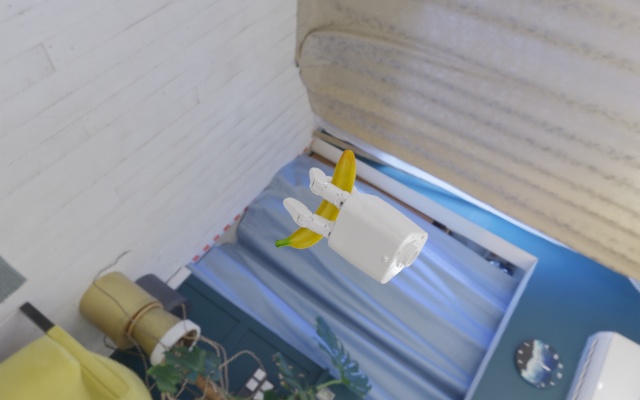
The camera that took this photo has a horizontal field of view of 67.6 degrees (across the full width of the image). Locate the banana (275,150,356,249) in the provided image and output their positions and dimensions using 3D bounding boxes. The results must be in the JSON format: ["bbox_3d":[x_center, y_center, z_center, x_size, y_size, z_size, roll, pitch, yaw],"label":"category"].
[{"bbox_3d":[0.008,0.010,0.780,0.037,0.198,0.070,42,11,36],"label":"banana"}]
